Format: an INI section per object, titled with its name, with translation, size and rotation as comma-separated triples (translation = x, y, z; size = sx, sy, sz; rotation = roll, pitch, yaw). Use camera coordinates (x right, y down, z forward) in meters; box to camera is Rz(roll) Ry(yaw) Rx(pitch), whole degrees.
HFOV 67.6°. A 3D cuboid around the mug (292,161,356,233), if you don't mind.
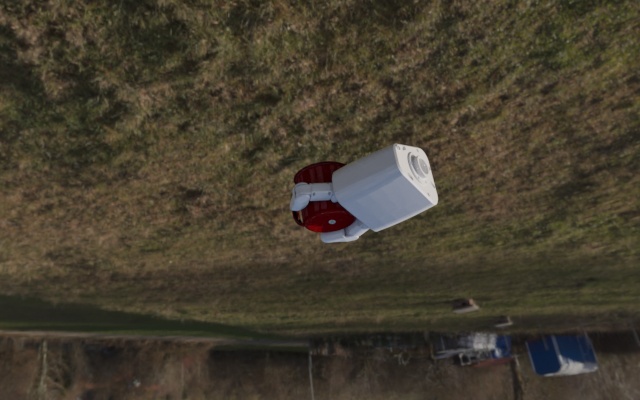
[mug]
translation = -0.001, 0.003, 0.740
size = 0.117, 0.081, 0.093
rotation = -26, -31, 32
